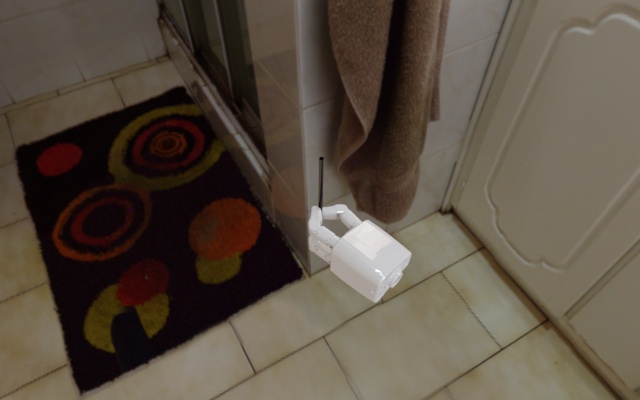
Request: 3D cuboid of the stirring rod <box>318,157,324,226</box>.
[{"bbox_3d":[0.000,0.003,0.884,0.011,0.011,0.240,0,-37,-1],"label":"stirring rod"}]
